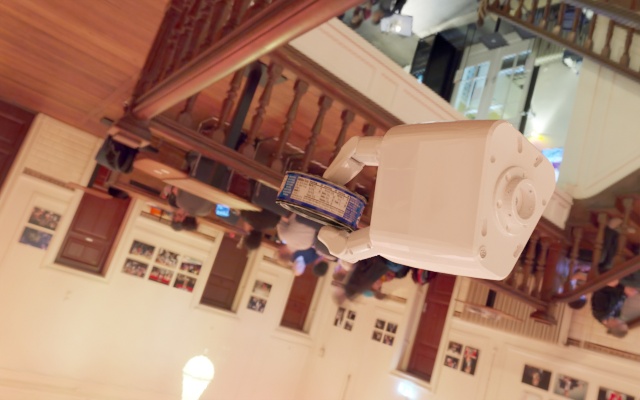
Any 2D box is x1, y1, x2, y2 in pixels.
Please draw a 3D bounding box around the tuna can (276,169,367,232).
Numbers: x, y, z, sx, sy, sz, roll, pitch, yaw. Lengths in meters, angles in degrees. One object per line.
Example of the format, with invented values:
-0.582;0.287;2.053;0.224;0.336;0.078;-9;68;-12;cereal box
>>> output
0.000;0.002;0.472;0.086;0.033;0.086;21;-7;3;tuna can
